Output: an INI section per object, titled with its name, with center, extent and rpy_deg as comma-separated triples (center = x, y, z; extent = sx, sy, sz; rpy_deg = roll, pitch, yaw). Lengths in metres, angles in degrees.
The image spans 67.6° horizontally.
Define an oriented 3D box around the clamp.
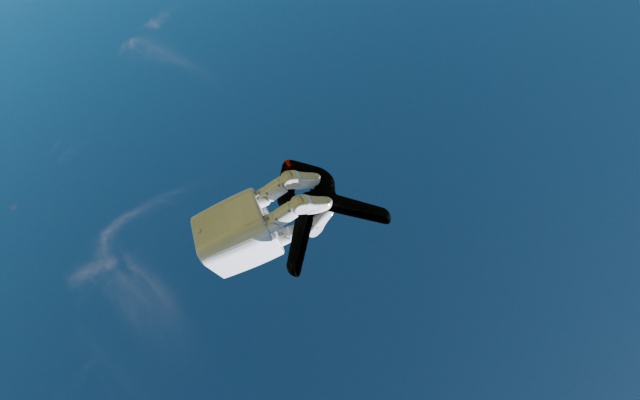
[clamp]
center = 0.000, 0.003, 0.730
extent = 0.164, 0.209, 0.036
rpy_deg = -24, -42, -1
